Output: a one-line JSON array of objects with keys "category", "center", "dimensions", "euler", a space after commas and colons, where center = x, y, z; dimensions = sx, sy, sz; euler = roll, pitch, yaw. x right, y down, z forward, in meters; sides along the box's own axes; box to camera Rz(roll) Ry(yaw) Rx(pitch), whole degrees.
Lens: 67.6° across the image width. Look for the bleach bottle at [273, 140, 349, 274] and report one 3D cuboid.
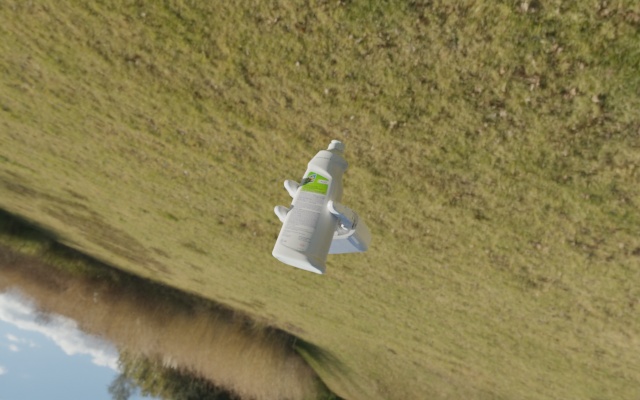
[{"category": "bleach bottle", "center": [0.000, 0.003, 0.894], "dimensions": [0.102, 0.250, 0.068], "euler": [12, -18, 27]}]
